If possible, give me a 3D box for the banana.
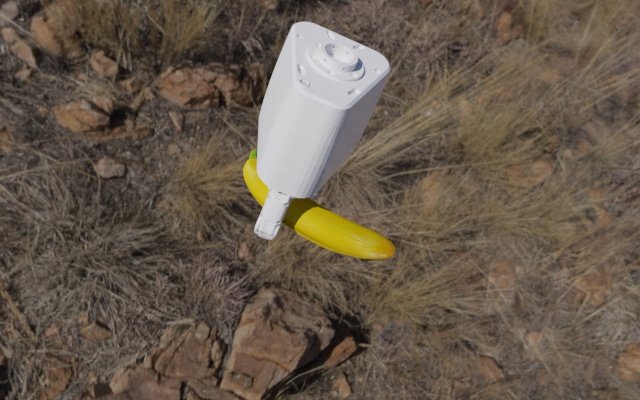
[{"bbox_3d":[-0.012,0.008,0.500,0.198,0.037,0.069,37,43,11],"label":"banana"}]
